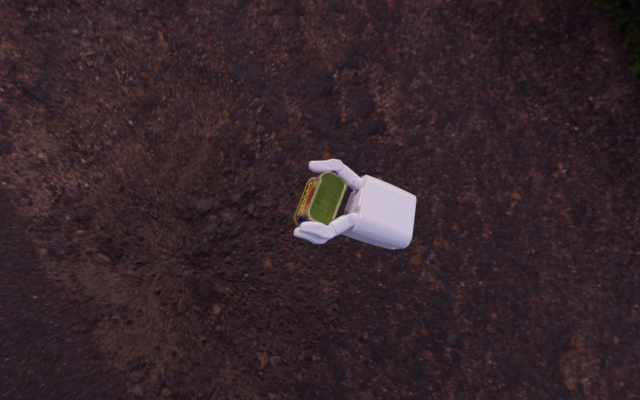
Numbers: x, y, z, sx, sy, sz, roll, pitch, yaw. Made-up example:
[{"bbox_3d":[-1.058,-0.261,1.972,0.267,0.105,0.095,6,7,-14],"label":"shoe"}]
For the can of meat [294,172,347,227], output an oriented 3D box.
[{"bbox_3d":[0.000,0.003,0.857,0.057,0.102,0.084,24,-13,-12],"label":"can of meat"}]
